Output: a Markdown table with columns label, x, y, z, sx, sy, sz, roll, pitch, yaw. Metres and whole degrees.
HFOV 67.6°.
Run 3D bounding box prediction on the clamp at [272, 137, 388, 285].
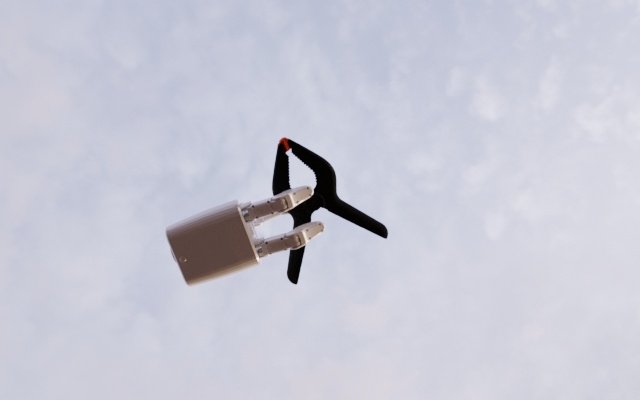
| label | x | y | z | sx | sy | sz | roll | pitch | yaw |
| --- | --- | --- | --- | --- | --- | --- | --- | --- | --- |
| clamp | 0.000 | 0.002 | 0.694 | 0.164 | 0.210 | 0.036 | -20 | 13 | -6 |
